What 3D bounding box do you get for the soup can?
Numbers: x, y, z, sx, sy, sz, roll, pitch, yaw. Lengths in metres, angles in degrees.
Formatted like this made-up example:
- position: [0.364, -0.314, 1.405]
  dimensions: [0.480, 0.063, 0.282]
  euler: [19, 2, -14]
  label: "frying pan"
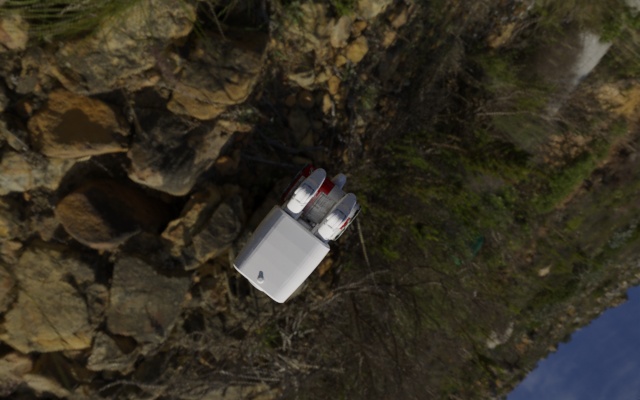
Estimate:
- position: [0.001, 0.002, 0.697]
  dimensions: [0.102, 0.068, 0.068]
  euler: [39, -1, -1]
  label: "soup can"
